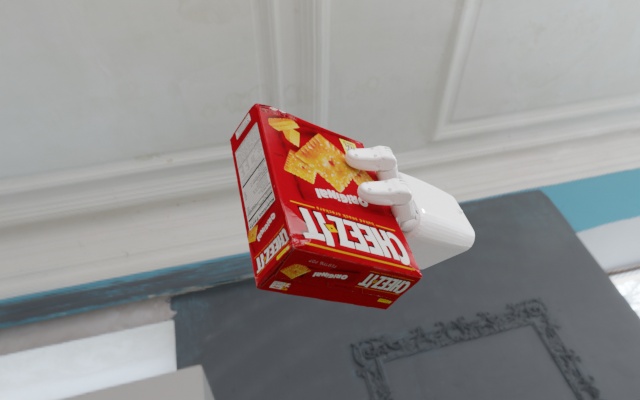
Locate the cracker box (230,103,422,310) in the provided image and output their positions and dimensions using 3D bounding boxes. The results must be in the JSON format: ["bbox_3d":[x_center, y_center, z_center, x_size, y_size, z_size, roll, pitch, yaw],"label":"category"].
[{"bbox_3d":[0.000,0.002,0.522,0.164,0.213,0.072,16,-52,-33],"label":"cracker box"}]
